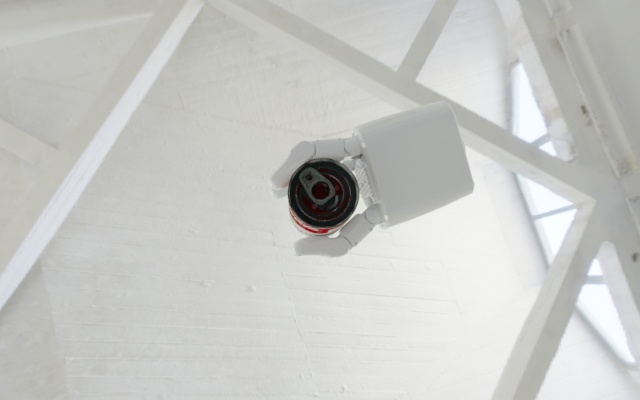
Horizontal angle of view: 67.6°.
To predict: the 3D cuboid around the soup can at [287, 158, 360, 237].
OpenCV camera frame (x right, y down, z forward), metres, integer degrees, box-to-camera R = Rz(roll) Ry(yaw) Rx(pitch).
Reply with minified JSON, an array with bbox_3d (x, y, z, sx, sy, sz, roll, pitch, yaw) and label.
[{"bbox_3d":[0.000,0.002,0.494,0.068,0.068,0.102,0,-10,-3],"label":"soup can"}]
